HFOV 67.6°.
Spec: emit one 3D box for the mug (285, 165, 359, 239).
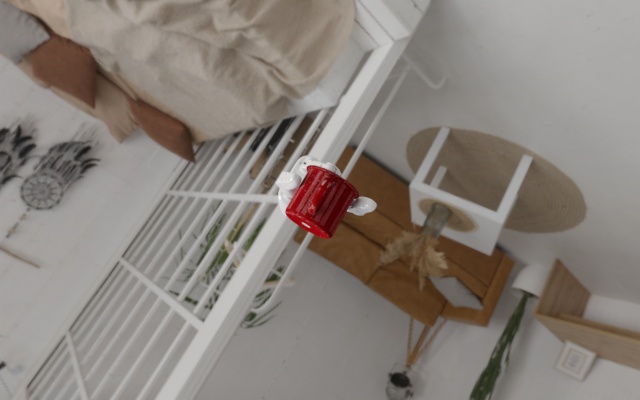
[{"bbox_3d":[0.000,0.002,0.712,0.093,0.081,0.117,30,-13,3],"label":"mug"}]
